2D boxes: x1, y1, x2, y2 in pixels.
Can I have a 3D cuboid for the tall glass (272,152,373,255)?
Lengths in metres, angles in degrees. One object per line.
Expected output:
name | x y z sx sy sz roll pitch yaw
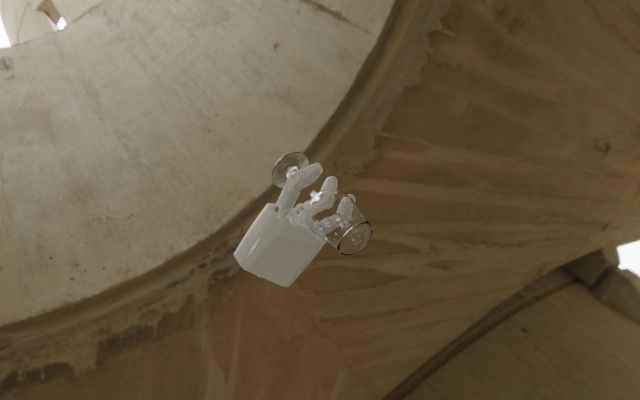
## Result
tall glass | 0.000 0.002 0.767 0.079 0.079 0.201 0 33 -40
